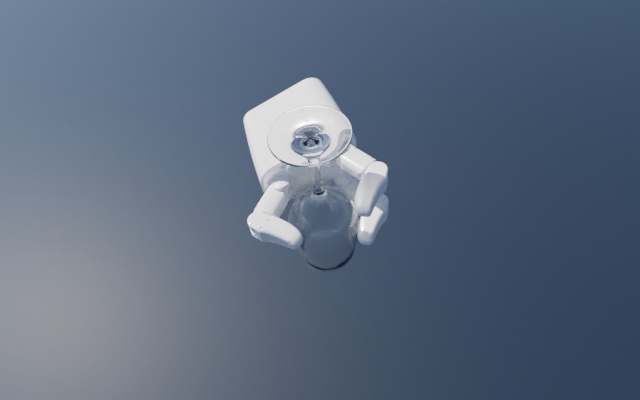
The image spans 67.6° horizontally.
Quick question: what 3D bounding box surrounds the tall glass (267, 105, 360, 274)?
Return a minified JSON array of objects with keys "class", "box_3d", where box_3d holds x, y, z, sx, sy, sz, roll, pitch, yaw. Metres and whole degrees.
[{"class":"tall glass","box_3d":[0.000,0.001,0.490,0.079,0.079,0.201,0,-37,7]}]
